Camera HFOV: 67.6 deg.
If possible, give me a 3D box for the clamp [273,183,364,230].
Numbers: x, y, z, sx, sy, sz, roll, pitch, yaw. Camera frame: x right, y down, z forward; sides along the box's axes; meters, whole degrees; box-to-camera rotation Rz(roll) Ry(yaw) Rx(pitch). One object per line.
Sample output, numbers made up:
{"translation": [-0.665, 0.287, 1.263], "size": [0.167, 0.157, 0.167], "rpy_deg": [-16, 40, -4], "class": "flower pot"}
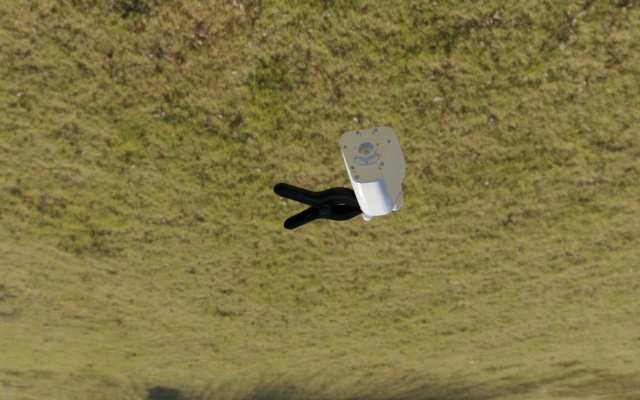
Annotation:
{"translation": [0.000, 0.003, 0.847], "size": [0.171, 0.039, 0.120], "rpy_deg": [-11, -34, 11], "class": "clamp"}
